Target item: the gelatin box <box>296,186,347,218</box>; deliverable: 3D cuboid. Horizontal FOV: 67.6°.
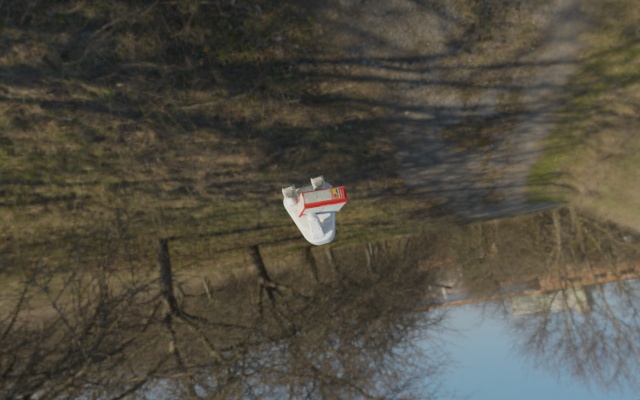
[{"bbox_3d":[0.000,0.003,0.809,0.073,0.030,0.089,-9,-11,-10],"label":"gelatin box"}]
